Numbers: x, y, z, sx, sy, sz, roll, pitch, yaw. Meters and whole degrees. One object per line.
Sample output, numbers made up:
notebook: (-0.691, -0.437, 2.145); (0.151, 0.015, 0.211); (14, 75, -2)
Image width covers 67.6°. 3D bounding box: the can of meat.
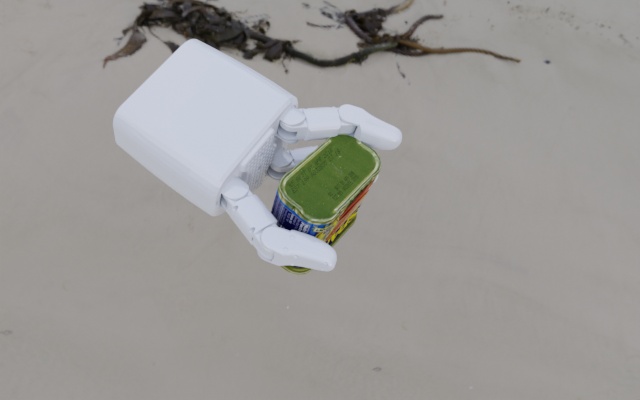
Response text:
can of meat: (0.000, 0.001, 0.409); (0.102, 0.057, 0.084); (-45, -14, -35)
